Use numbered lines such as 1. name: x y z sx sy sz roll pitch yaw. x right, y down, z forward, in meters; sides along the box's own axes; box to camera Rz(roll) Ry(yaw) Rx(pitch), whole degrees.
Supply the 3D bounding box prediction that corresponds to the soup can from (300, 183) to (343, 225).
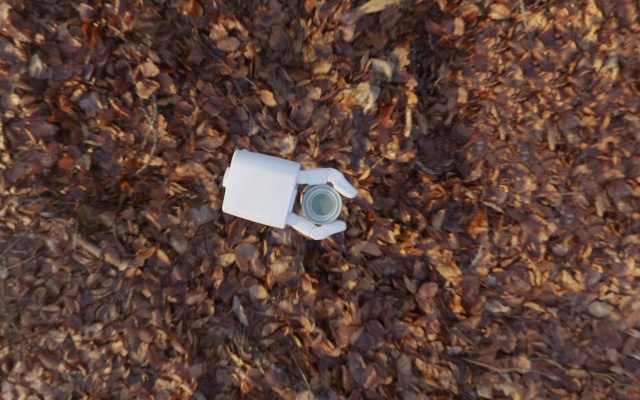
1. soup can: 0.001 0.003 0.810 0.068 0.068 0.102 0 4 -3
